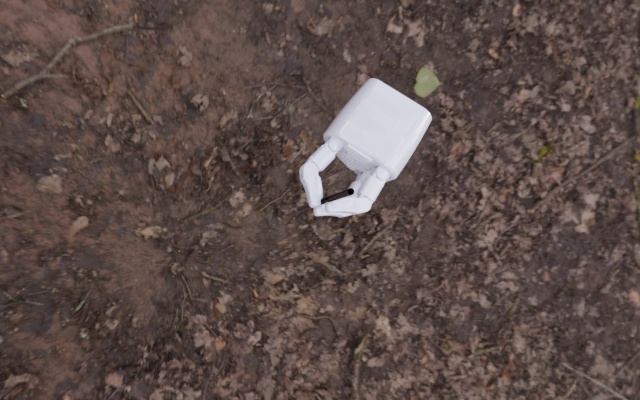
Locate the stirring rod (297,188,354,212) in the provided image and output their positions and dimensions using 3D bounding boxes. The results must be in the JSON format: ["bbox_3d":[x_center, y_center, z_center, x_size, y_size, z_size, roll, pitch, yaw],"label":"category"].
[{"bbox_3d":[0.000,0.002,0.646,0.011,0.011,0.239,0,-6,-16],"label":"stirring rod"}]
